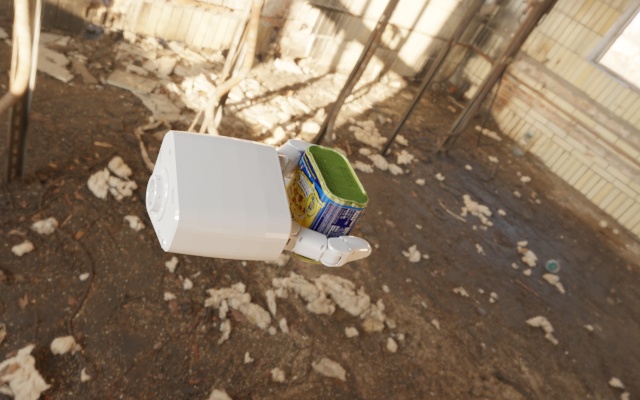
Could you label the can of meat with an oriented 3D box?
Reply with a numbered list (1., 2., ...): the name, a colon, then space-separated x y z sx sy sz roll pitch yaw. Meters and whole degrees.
1. can of meat: 0.000 0.001 0.510 0.057 0.084 0.102 9 36 -30
